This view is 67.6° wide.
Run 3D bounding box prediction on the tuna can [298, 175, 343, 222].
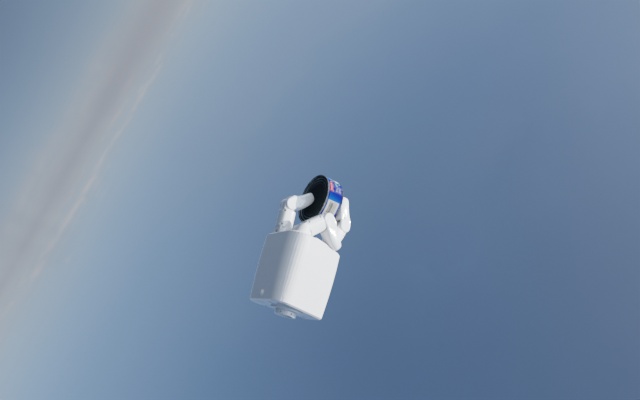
[{"bbox_3d":[0.001,0.003,0.800,0.034,0.086,0.086,24,-12,-28],"label":"tuna can"}]
